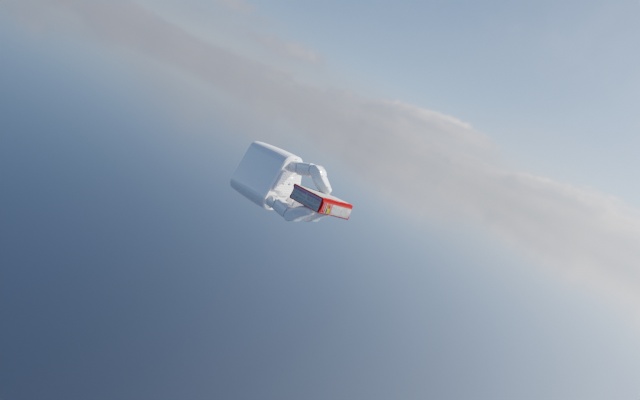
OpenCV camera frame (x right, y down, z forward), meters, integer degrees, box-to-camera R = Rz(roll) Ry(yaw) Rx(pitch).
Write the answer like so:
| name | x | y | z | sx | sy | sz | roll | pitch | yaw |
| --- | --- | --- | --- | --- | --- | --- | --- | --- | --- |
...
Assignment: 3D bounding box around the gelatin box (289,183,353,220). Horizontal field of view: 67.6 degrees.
| name | x | y | z | sx | sy | sz | roll | pitch | yaw |
| --- | --- | --- | --- | --- | --- | --- | --- | --- | --- |
| gelatin box | 0.001 | 0.002 | 0.834 | 0.073 | 0.030 | 0.089 | 15 | 8 | -42 |
